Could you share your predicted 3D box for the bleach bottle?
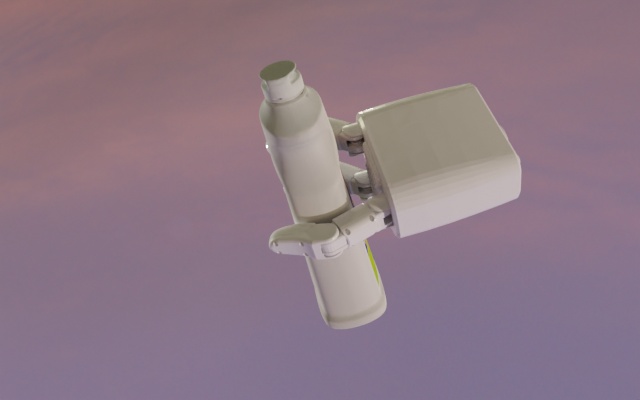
[{"bbox_3d":[0.000,0.001,0.421,0.068,0.251,0.102,-17,41,1],"label":"bleach bottle"}]
